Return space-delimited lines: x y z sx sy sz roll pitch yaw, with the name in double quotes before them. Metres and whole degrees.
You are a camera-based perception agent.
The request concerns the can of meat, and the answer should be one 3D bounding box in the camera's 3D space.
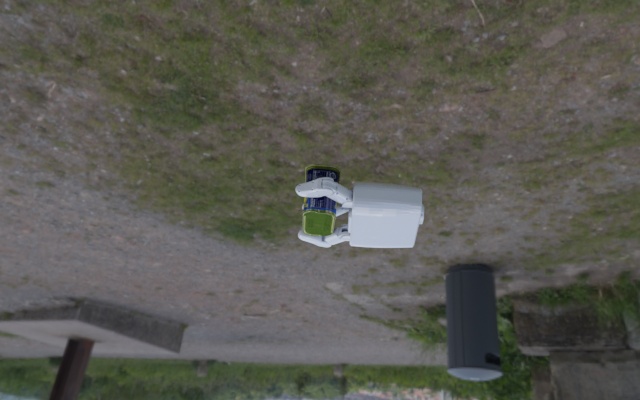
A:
"can of meat" 0.000 0.003 0.776 0.057 0.084 0.102 5 -26 0
